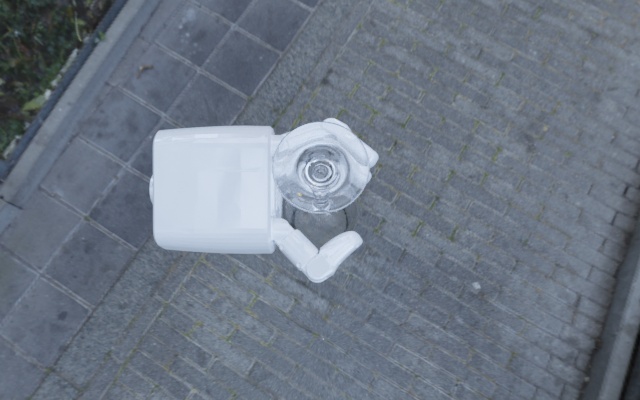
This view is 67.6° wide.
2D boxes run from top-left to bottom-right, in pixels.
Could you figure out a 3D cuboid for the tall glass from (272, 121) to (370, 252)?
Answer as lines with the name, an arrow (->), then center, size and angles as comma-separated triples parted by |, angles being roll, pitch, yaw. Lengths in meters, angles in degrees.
tall glass -> 0.000, 0.001, 0.456 | 0.079, 0.079, 0.201 | 0, -16, 0
